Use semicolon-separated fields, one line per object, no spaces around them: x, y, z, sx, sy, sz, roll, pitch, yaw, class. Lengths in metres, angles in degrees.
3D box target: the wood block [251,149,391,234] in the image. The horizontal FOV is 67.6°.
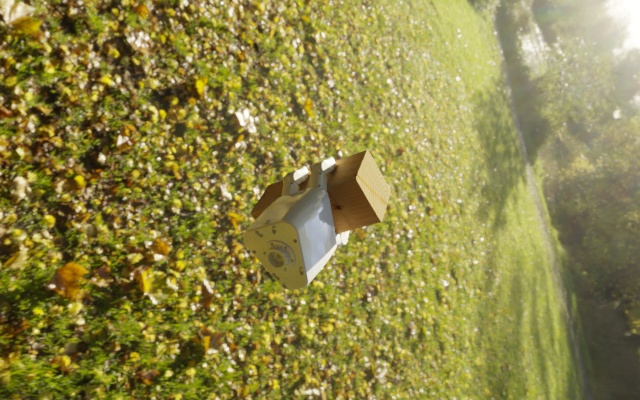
0.000;0.003;0.802;0.206;0.091;0.090;-17;29;30;wood block
